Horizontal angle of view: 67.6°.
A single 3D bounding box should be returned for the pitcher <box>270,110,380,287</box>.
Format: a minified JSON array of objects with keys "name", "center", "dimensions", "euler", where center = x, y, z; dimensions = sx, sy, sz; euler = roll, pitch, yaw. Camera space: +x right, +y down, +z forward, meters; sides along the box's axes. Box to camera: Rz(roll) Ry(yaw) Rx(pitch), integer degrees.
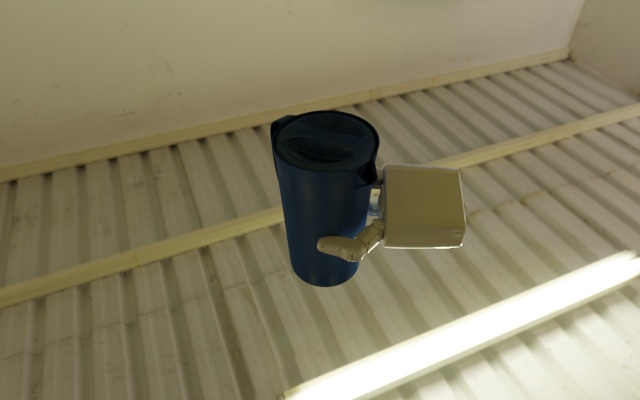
[{"name":"pitcher","center":[0.000,0.002,0.671],"dimensions":[0.145,0.243,0.149],"euler":[1,43,1]}]
